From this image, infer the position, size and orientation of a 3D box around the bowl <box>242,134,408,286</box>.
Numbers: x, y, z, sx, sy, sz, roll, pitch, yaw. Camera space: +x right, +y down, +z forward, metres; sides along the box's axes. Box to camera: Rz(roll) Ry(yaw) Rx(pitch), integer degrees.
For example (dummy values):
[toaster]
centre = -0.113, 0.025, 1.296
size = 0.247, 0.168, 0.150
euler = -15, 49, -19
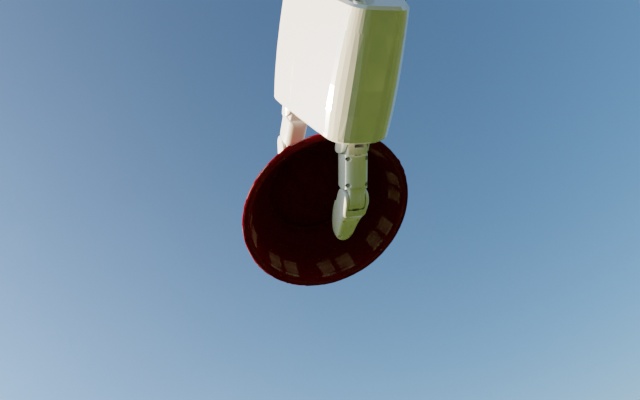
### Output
[bowl]
centre = 0.000, 0.002, 0.460
size = 0.162, 0.162, 0.055
euler = 0, 27, -22
